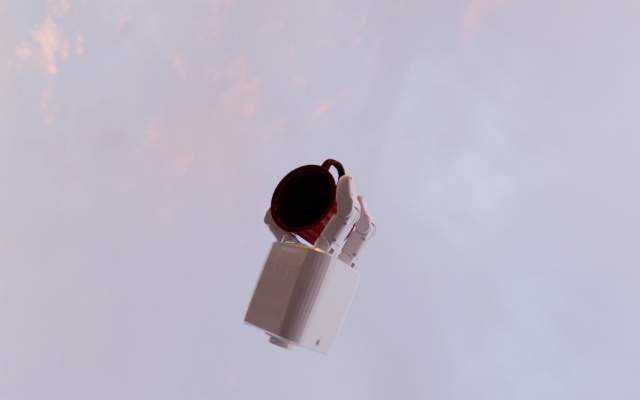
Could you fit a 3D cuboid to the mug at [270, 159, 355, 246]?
[{"bbox_3d":[0.001,0.001,0.623,0.093,0.117,0.081,13,-17,35],"label":"mug"}]
